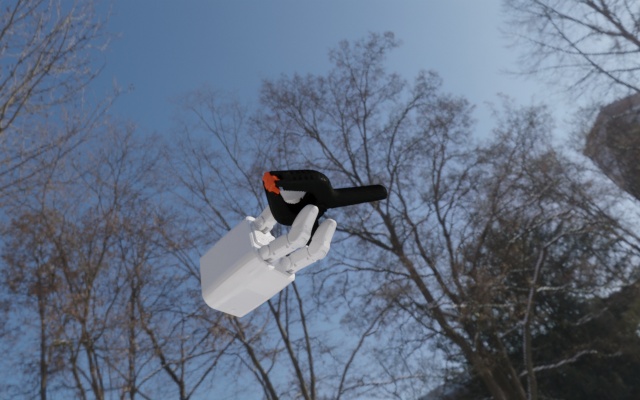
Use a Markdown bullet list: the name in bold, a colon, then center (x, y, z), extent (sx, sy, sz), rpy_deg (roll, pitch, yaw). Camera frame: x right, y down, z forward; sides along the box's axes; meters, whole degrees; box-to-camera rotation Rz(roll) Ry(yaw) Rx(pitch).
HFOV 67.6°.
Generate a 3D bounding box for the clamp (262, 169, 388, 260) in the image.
- **clamp**: center (-0.001, 0.002, 0.691), extent (0.164, 0.036, 0.210), rpy_deg (-41, -39, 9)
